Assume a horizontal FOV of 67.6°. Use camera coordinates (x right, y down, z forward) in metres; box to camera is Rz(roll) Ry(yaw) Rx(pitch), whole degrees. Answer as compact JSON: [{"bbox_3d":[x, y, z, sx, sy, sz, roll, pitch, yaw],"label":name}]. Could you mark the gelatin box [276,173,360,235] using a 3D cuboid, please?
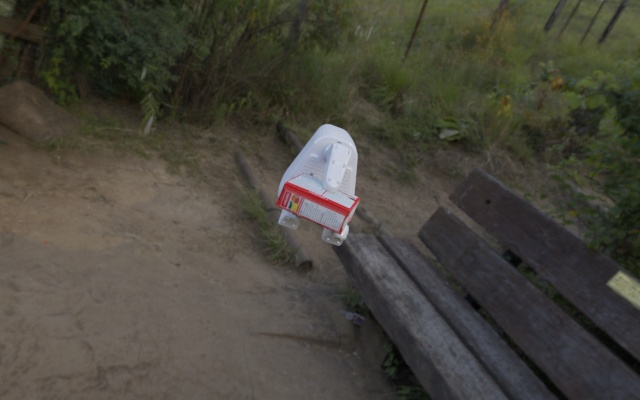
[{"bbox_3d":[0.000,0.001,0.513,0.073,0.030,0.089,24,13,6],"label":"gelatin box"}]
